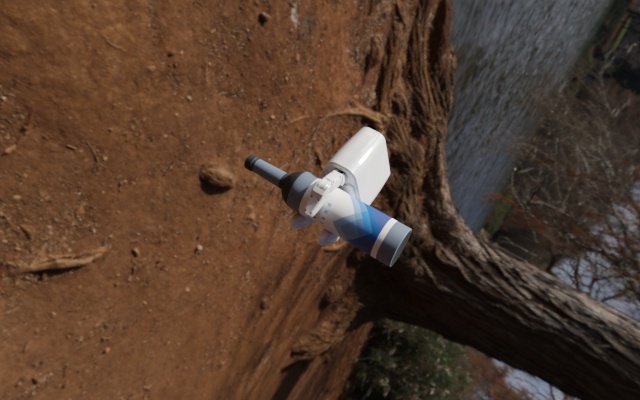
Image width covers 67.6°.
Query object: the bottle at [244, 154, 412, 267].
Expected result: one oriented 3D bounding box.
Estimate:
[{"bbox_3d":[0.000,0.003,0.766,0.295,0.069,0.069,30,10,18],"label":"bottle"}]
